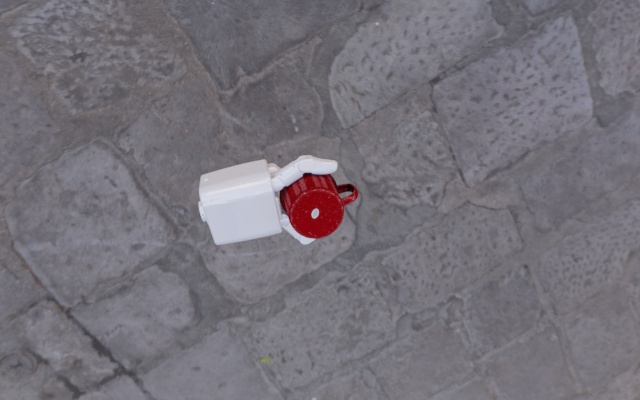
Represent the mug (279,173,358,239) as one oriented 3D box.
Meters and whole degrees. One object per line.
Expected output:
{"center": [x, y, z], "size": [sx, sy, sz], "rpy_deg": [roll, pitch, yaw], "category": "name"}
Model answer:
{"center": [0.002, 0.002, 0.715], "size": [0.117, 0.093, 0.081], "rpy_deg": [-14, 24, -5], "category": "mug"}
